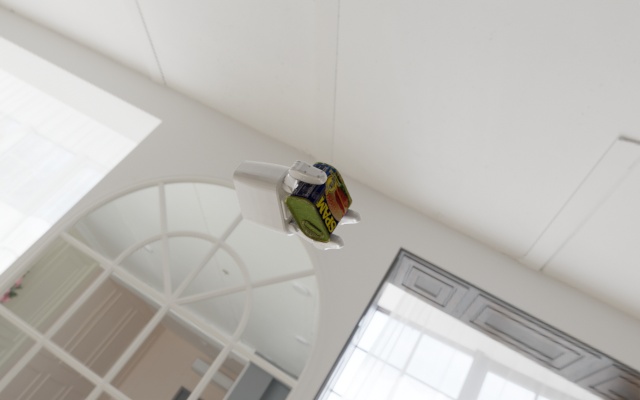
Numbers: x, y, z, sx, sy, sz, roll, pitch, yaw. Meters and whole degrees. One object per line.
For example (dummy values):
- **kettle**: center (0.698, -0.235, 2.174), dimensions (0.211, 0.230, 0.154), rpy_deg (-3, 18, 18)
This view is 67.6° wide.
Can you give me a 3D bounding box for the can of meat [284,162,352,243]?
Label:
- **can of meat**: center (0.000, 0.002, 0.758), dimensions (0.057, 0.084, 0.102), rpy_deg (12, -37, 36)
